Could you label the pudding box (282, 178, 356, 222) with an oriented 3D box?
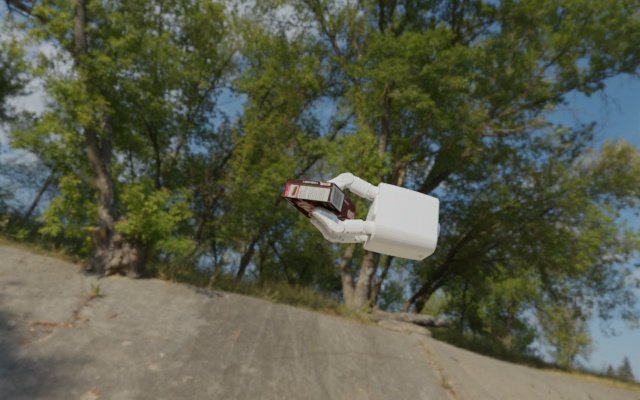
[{"bbox_3d":[0.000,0.002,0.809,0.090,0.039,0.113,6,-20,26],"label":"pudding box"}]
